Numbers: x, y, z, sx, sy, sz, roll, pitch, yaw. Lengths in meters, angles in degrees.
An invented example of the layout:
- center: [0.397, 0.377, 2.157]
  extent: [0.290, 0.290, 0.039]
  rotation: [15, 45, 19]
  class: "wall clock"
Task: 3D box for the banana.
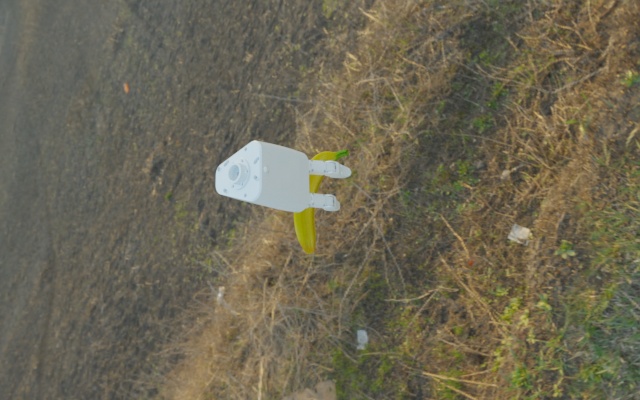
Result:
- center: [-0.014, -0.006, 0.852]
  extent: [0.069, 0.198, 0.037]
  rotation: [21, 4, 32]
  class: "banana"
